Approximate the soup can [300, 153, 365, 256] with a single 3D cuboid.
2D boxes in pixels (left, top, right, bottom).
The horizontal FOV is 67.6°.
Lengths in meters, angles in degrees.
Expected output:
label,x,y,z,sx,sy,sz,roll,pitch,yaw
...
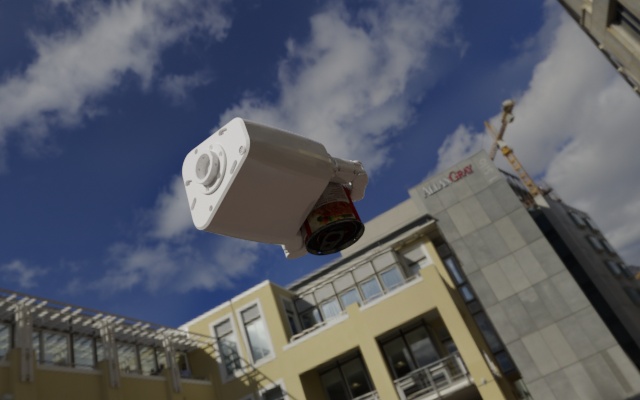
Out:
label,x,y,z,sx,sy,sz,roll,pitch,yaw
soup can,0.000,0.002,0.542,0.068,0.102,0.069,-16,-32,-10
